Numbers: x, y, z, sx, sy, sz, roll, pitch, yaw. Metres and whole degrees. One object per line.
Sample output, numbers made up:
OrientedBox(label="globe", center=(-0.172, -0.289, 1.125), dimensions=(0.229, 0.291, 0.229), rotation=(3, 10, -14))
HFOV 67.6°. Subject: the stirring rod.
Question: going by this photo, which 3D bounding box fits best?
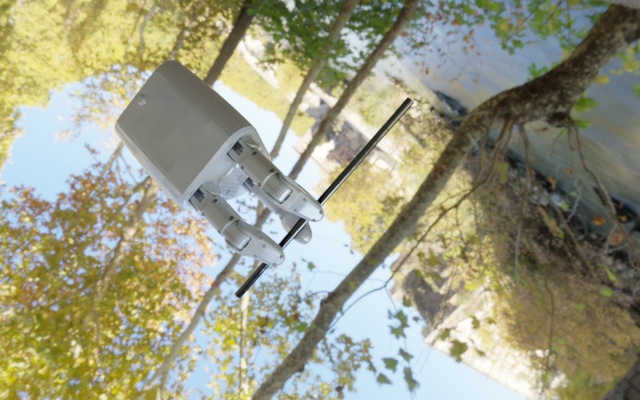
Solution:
OrientedBox(label="stirring rod", center=(0.000, 0.001, 0.435), dimensions=(0.011, 0.239, 0.011), rotation=(40, 9, -8))
